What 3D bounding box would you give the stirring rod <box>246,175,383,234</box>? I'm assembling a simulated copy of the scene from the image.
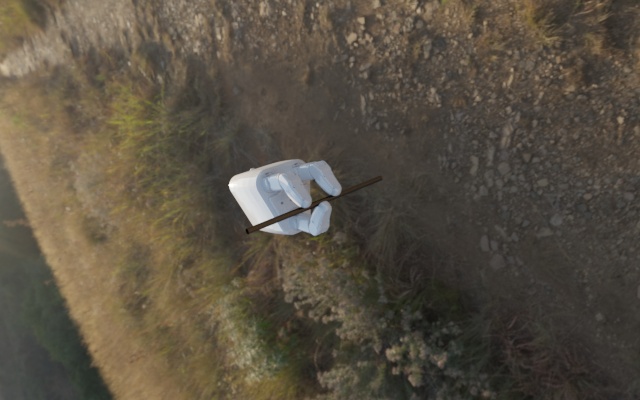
[{"bbox_3d":[0.000,0.002,0.671,0.239,0.011,0.011,-22,12,-34],"label":"stirring rod"}]
